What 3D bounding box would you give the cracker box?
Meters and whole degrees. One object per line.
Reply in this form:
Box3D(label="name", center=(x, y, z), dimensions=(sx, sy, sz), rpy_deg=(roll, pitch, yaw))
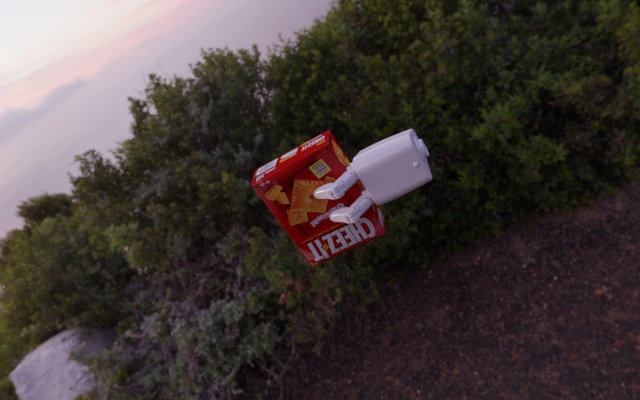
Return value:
Box3D(label="cracker box", center=(0.000, 0.003, 0.886), dimensions=(0.164, 0.214, 0.072), rpy_deg=(-26, 25, 17))
